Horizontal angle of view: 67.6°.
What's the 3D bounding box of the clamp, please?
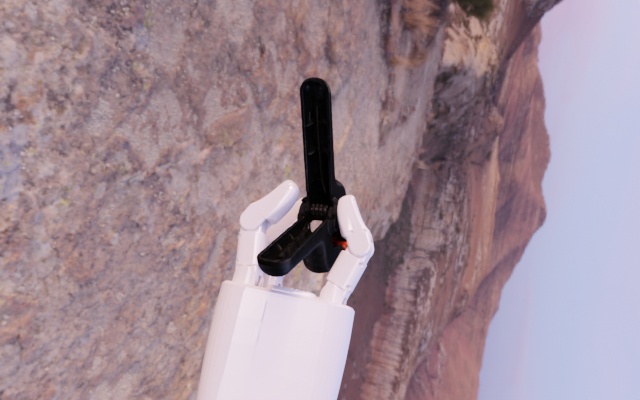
[{"bbox_3d":[0.001,0.002,0.441,0.036,0.164,0.210,7,-15,15],"label":"clamp"}]
